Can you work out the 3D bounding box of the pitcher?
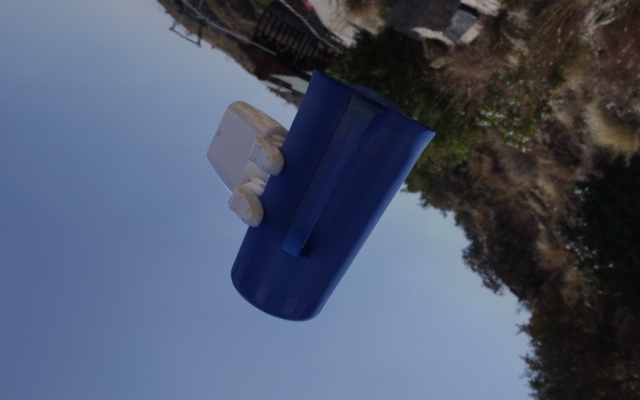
[{"bbox_3d":[0.000,0.002,0.483,0.149,0.243,0.145,15,19,-41],"label":"pitcher"}]
